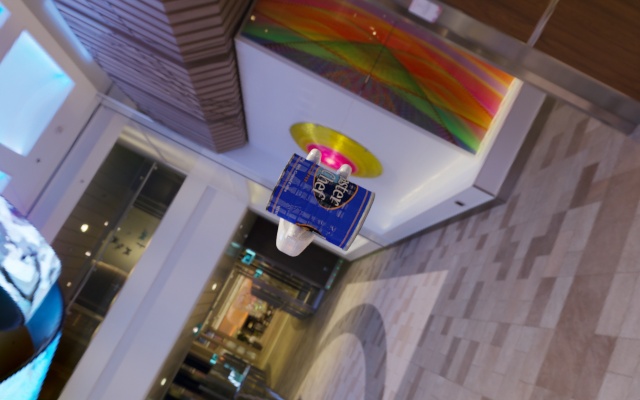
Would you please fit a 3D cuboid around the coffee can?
[{"bbox_3d":[0.000,0.002,0.744,0.140,0.103,0.103,27,0,0],"label":"coffee can"}]
